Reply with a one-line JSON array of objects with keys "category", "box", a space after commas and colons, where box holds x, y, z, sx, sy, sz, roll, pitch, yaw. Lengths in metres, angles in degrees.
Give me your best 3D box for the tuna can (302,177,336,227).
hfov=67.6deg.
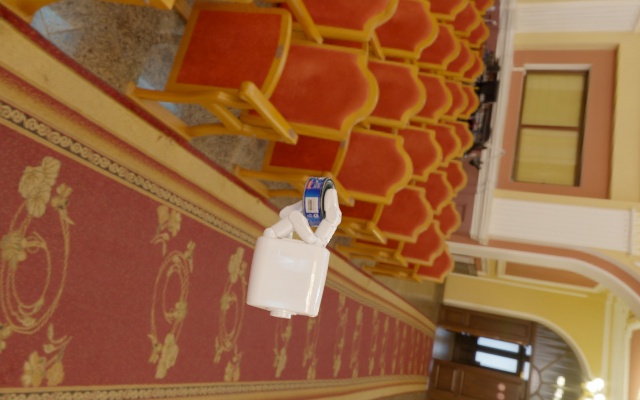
[{"category": "tuna can", "box": [0.001, 0.003, 0.813, 0.034, 0.086, 0.086, 1, 0, 20]}]
